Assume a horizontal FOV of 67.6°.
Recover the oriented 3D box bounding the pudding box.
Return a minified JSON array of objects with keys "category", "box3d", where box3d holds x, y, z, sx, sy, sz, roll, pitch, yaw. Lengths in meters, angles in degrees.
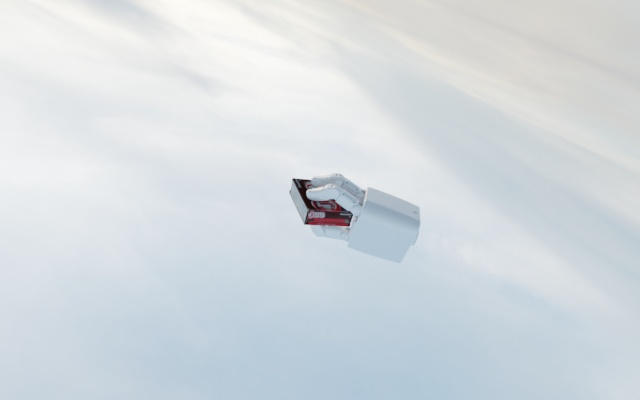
[{"category":"pudding box","box3d":[0.000,0.003,0.872,0.090,0.039,0.113,4,28,-23]}]
